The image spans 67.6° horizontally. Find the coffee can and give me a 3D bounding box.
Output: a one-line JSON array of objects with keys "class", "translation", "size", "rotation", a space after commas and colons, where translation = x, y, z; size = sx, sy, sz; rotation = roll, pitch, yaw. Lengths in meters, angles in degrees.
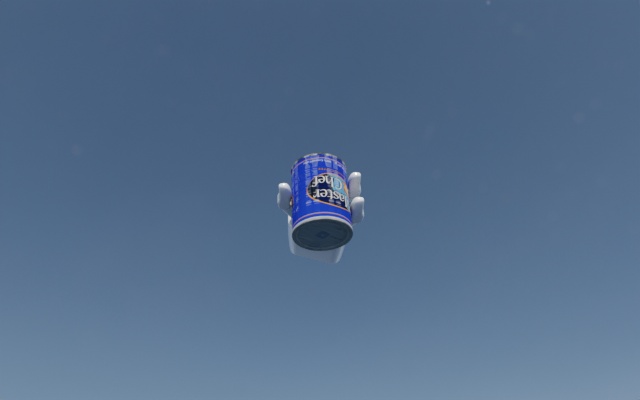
[{"class": "coffee can", "translation": [0.000, 0.003, 0.837], "size": [0.103, 0.140, 0.103], "rotation": [-2, -35, -2]}]
